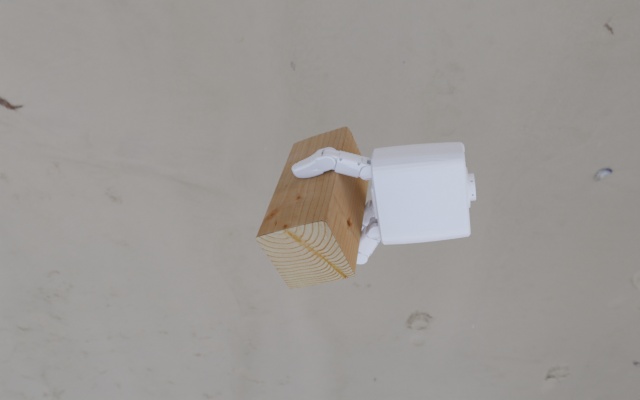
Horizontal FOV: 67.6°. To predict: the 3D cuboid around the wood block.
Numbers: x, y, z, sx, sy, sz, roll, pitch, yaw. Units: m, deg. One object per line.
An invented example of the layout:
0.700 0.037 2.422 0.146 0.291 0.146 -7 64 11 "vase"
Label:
0.000 0.002 0.620 0.090 0.091 0.206 -15 33 22 "wood block"
